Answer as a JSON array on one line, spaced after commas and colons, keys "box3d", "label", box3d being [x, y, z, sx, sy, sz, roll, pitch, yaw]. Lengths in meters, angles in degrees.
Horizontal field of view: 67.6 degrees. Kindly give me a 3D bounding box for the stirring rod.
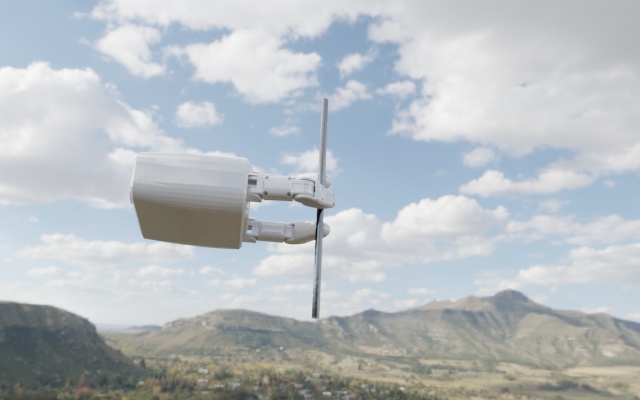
[{"box3d": [0.000, 0.002, 0.506, 0.011, 0.239, 0.011, 2, -16, 1], "label": "stirring rod"}]
